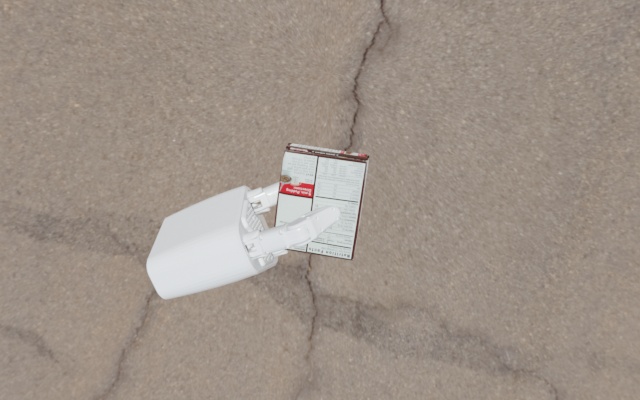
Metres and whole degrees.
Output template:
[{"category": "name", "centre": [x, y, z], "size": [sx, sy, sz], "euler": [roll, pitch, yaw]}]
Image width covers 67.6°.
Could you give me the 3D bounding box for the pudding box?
[{"category": "pudding box", "centre": [0.000, 0.002, 0.507], "size": [0.090, 0.113, 0.039], "euler": [9, 17, 4]}]
